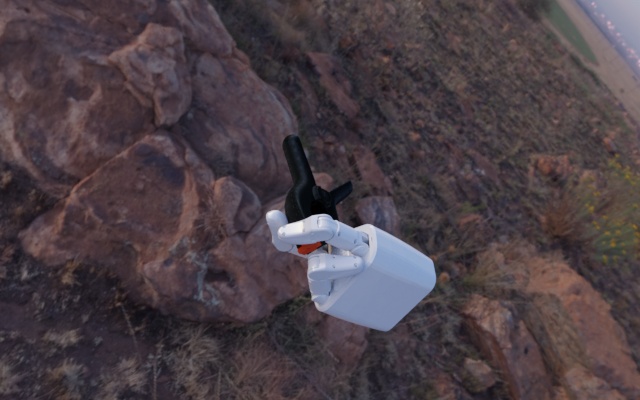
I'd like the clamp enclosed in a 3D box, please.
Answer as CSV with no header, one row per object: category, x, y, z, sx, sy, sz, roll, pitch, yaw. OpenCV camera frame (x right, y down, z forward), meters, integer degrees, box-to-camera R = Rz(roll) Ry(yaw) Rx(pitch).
clamp,0.000,0.002,0.596,0.120,0.171,0.039,27,-48,-29
